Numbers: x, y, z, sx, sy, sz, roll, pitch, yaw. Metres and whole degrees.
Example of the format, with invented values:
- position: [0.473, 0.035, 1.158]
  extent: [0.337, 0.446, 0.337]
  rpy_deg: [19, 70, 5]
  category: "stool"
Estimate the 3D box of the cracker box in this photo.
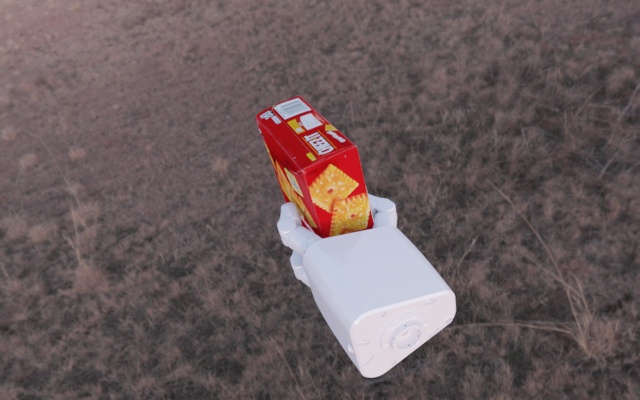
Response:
- position: [0.000, 0.002, 0.585]
  extent: [0.072, 0.214, 0.164]
  rpy_deg: [-24, 37, -12]
  category: "cracker box"
